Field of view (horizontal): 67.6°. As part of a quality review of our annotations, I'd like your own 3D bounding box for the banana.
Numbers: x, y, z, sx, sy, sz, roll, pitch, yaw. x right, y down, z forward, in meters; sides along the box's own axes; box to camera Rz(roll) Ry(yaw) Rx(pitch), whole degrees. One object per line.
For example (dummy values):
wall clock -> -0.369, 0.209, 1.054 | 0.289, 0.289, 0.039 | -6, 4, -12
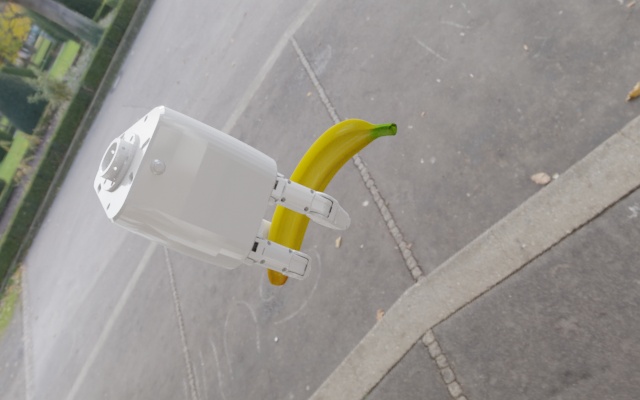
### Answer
banana -> -0.007, -0.009, 0.481 | 0.037, 0.198, 0.069 | 30, 8, -39
